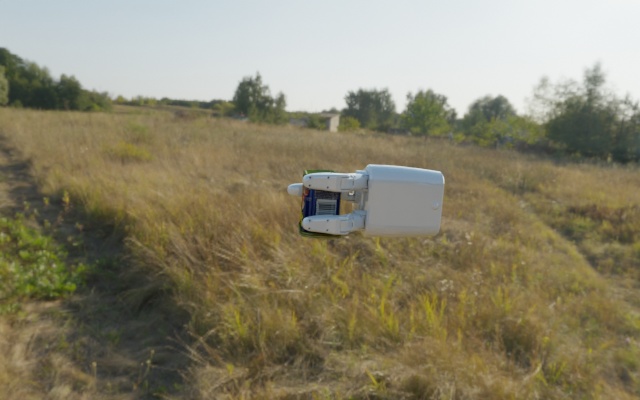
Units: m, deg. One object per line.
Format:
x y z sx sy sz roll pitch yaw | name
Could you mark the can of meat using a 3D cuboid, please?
0.000 0.002 0.668 0.057 0.084 0.102 3 8 -4 | can of meat
